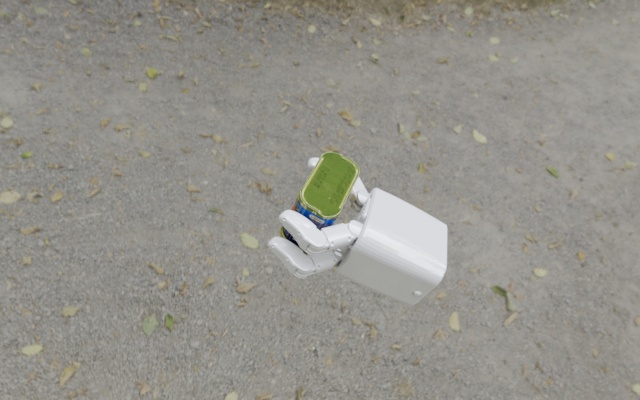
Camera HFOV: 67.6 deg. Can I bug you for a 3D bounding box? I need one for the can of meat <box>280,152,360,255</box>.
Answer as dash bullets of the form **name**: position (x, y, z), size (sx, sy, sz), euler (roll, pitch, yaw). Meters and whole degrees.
- **can of meat**: position (0.000, 0.002, 0.577), size (0.057, 0.102, 0.084), euler (28, -39, 0)
